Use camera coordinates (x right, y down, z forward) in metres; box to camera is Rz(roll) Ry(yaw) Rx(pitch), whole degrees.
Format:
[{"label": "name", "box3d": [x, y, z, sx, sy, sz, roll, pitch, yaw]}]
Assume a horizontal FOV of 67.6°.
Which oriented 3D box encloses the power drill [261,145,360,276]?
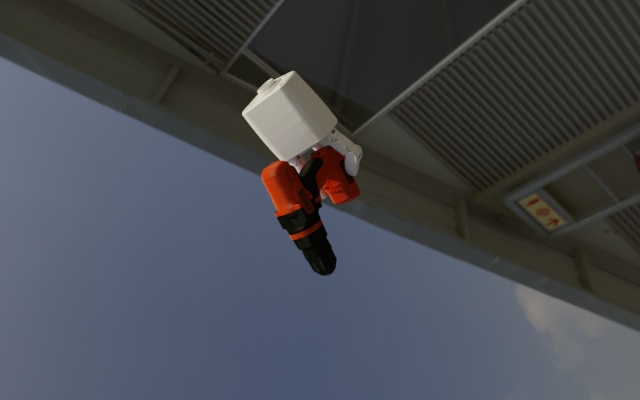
[{"label": "power drill", "box3d": [0.000, 0.002, 0.751, 0.057, 0.184, 0.187, -19, 14, 30]}]
